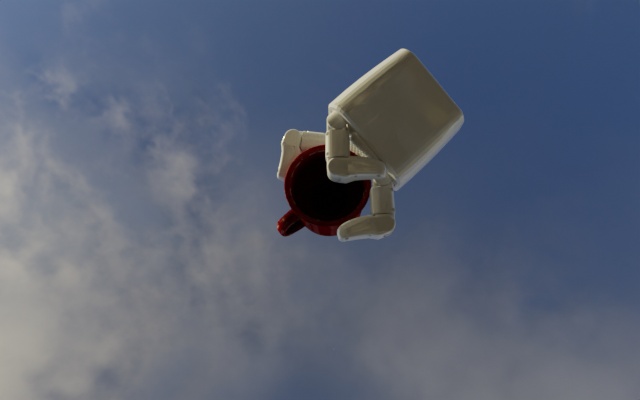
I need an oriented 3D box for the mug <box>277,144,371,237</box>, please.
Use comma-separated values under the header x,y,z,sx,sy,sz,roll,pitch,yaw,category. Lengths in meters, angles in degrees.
x,y,z,sx,sy,sz,roll,pitch,yaw,category
-0.001,0.003,0.546,0.117,0.093,0.081,-40,-14,-9,mug
